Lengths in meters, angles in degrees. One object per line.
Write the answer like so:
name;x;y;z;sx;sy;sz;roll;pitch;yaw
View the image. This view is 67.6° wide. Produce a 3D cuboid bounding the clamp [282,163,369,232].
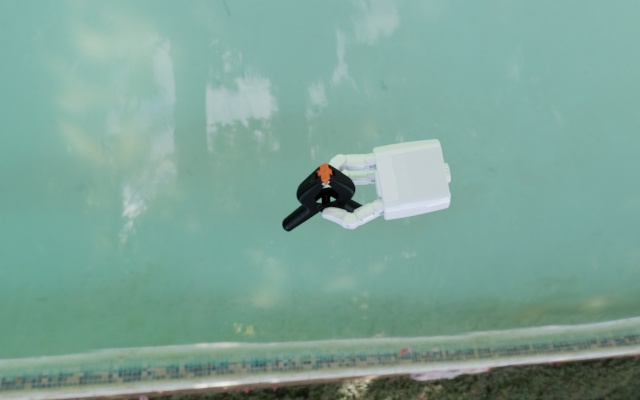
clamp;0.000;0.003;0.793;0.164;0.036;0.210;-11;-24;5
